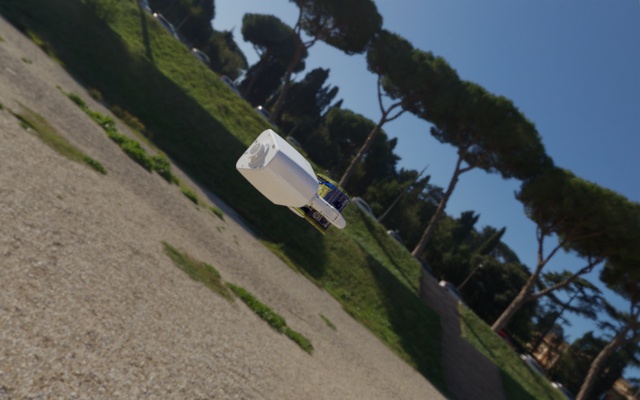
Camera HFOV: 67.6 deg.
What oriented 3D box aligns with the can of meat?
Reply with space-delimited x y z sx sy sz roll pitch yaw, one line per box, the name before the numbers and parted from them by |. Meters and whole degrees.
can of meat | 0.000 0.003 0.889 0.057 0.084 0.102 42 -3 -31
